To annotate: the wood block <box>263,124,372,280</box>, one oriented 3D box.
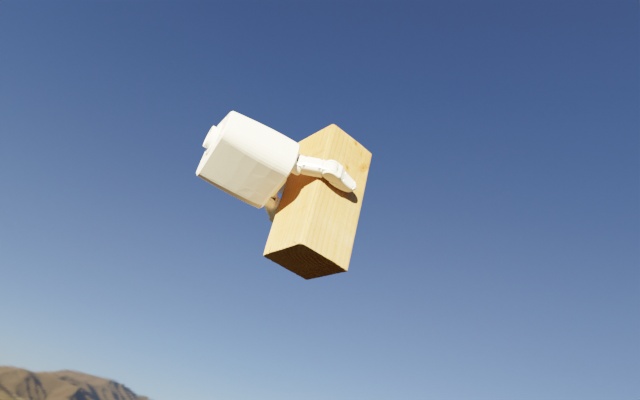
[{"bbox_3d":[0.000,0.002,0.715,0.090,0.206,0.091,34,-35,-30],"label":"wood block"}]
